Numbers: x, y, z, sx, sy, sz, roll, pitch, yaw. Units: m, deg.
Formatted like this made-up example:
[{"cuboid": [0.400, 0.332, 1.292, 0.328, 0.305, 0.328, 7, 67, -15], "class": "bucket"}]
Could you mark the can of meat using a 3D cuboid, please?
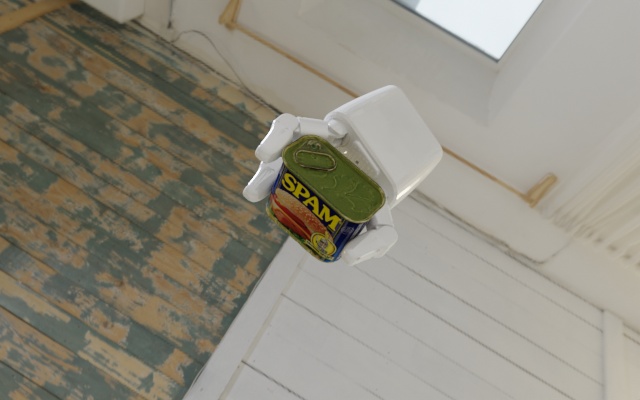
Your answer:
[{"cuboid": [0.000, 0.002, 0.463, 0.057, 0.102, 0.084, -39, -15, -39], "class": "can of meat"}]
